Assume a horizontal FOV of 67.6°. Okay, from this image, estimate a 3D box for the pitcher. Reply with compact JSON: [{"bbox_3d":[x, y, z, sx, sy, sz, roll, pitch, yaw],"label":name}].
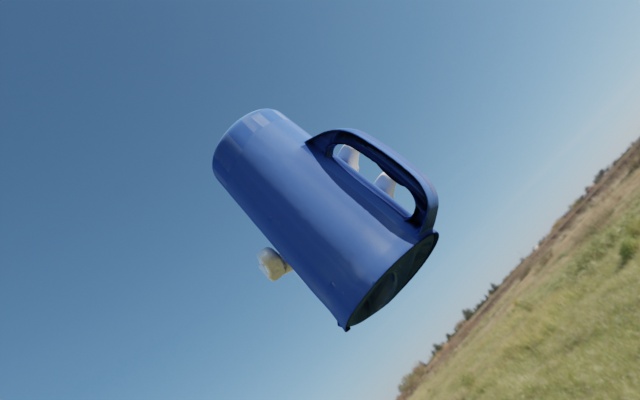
[{"bbox_3d":[0.000,0.002,0.508,0.242,0.149,0.145,43,-12,22],"label":"pitcher"}]
